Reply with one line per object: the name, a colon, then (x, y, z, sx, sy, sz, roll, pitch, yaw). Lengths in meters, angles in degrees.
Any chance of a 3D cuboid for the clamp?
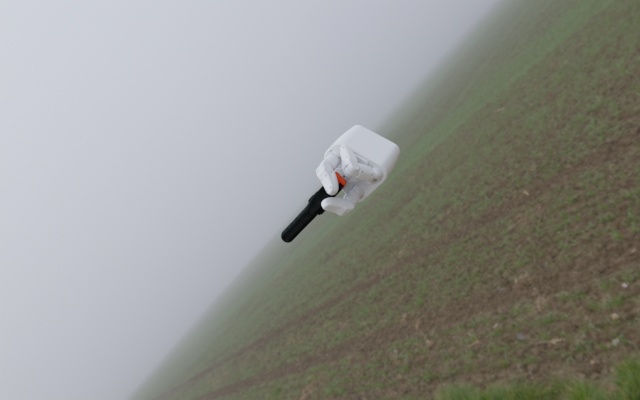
clamp: (0.000, 0.002, 0.872, 0.171, 0.039, 0.120, -46, 3, 38)
